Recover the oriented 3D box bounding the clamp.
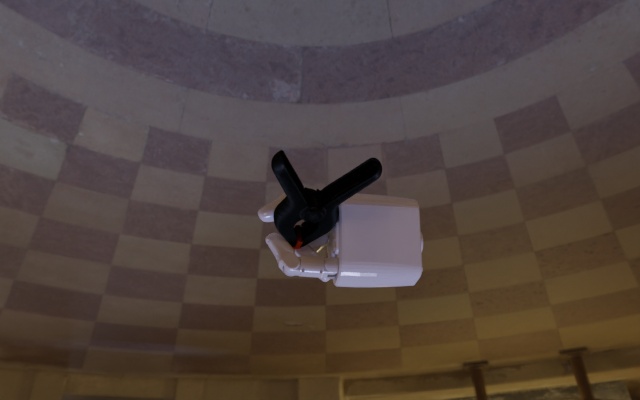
[{"bbox_3d":[0.000,0.002,0.555,0.120,0.039,0.172,3,-33,-7],"label":"clamp"}]
